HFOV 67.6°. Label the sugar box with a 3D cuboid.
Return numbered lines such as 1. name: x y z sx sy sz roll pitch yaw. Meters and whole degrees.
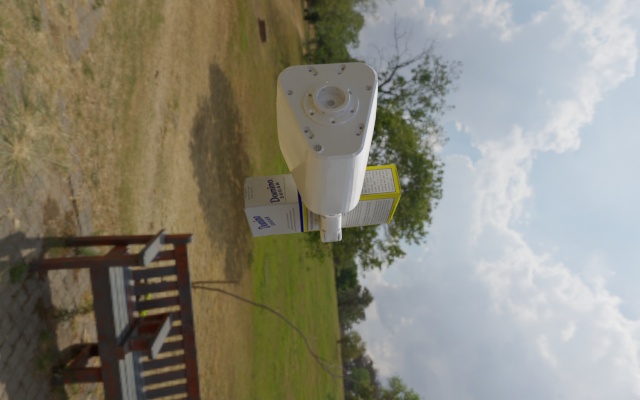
1. sugar box: 0.000 0.001 0.572 0.176 0.048 0.093 -3 -25 -3
